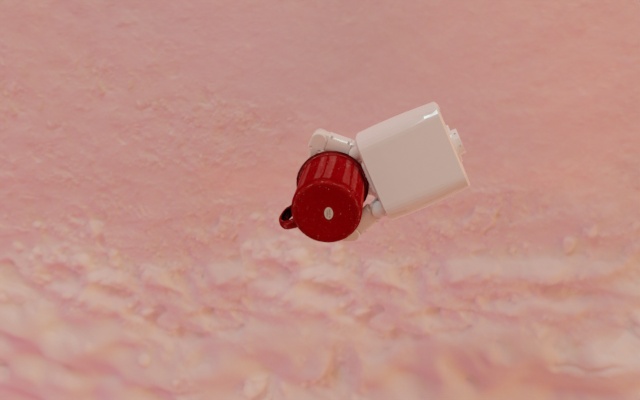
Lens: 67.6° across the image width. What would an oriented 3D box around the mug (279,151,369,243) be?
[{"bbox_3d":[-0.001,0.002,0.575,0.117,0.093,0.081,-23,20,17],"label":"mug"}]
